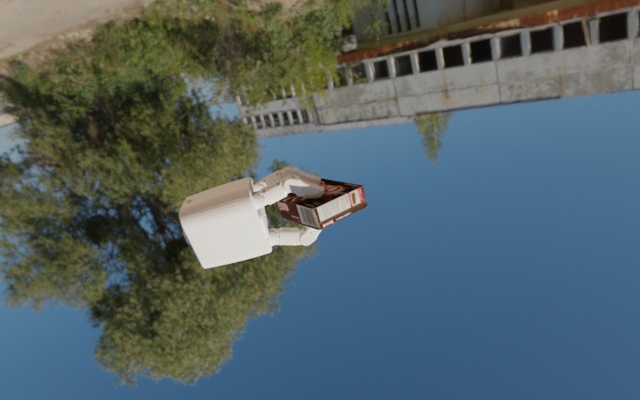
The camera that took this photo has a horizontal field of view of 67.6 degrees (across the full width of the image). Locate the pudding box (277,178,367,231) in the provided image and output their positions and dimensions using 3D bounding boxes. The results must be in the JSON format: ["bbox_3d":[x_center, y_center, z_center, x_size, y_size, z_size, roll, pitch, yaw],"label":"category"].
[{"bbox_3d":[0.000,0.003,0.710,0.090,0.039,0.113,-26,23,-27],"label":"pudding box"}]
